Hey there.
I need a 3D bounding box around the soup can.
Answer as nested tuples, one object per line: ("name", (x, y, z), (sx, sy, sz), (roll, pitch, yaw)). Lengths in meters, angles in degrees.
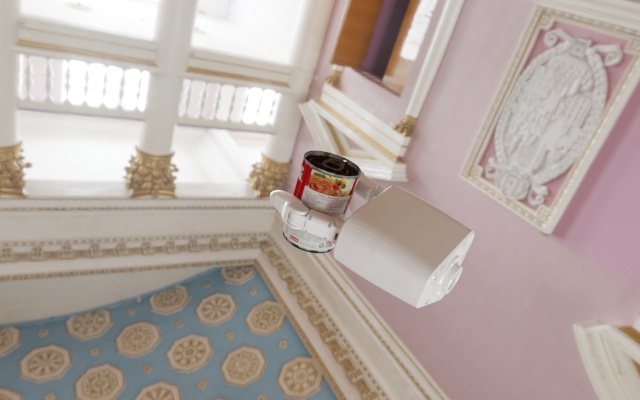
("soup can", (0.000, 0.002, 0.557), (0.068, 0.102, 0.068), (15, 24, -7))
